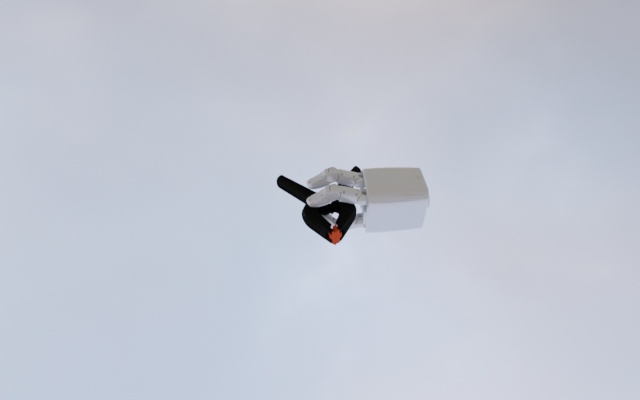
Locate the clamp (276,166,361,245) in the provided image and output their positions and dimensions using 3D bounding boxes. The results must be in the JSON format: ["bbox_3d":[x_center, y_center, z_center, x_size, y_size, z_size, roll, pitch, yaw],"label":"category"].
[{"bbox_3d":[0.000,0.004,0.853,0.164,0.036,0.209,-4,35,1],"label":"clamp"}]
